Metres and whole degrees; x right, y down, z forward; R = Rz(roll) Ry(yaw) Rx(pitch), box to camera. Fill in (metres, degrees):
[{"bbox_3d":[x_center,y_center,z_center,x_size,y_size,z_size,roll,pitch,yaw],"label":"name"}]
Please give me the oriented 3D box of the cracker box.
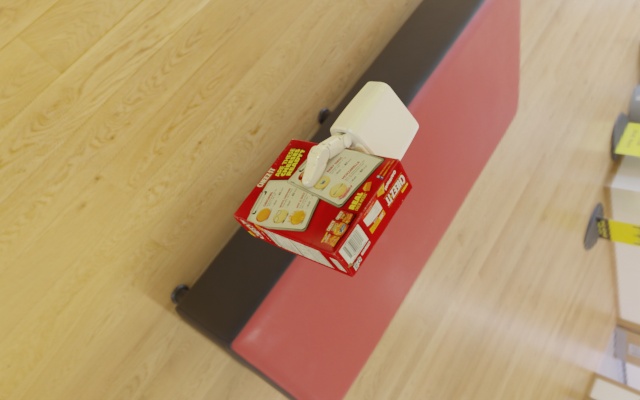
[{"bbox_3d":[0.000,0.002,0.700,0.213,0.164,0.072,16,-28,42],"label":"cracker box"}]
